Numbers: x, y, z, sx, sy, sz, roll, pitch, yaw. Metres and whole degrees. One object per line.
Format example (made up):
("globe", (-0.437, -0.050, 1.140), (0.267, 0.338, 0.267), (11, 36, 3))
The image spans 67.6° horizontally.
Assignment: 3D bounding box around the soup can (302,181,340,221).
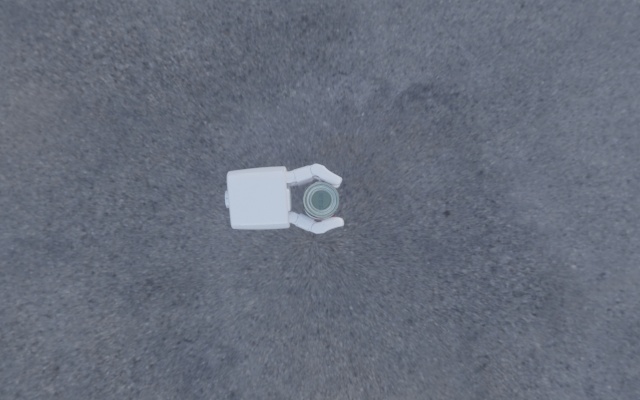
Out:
("soup can", (0.001, 0.003, 0.891), (0.068, 0.068, 0.102), (0, -5, -1))
